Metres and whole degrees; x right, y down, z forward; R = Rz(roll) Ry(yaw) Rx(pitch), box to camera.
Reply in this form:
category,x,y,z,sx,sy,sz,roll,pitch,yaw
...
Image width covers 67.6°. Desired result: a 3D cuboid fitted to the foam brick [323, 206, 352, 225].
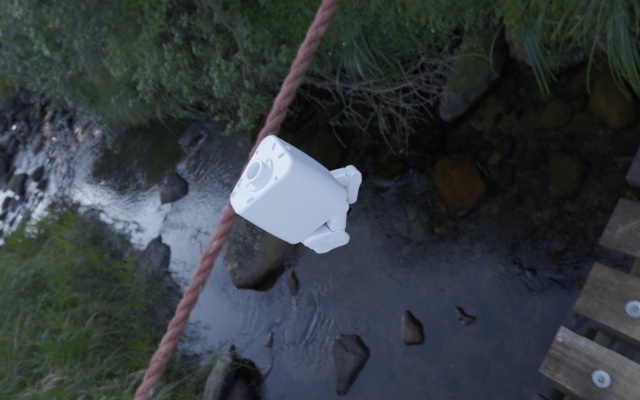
category,x,y,z,sx,sy,sz,roll,pitch,yaw
foam brick,0.000,0.002,0.722,0.051,0.053,0.078,31,13,-40
